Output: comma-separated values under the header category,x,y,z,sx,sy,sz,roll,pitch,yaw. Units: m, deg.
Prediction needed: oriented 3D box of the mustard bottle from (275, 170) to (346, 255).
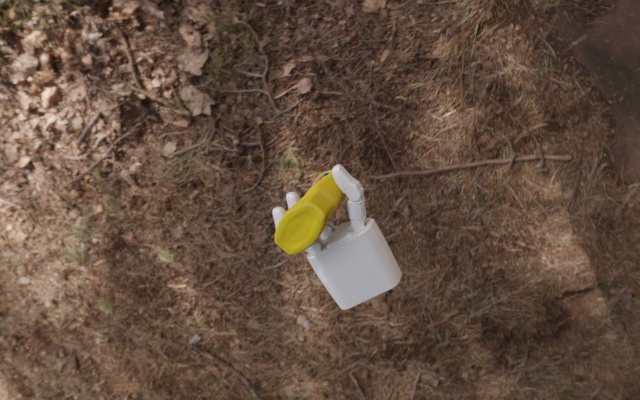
category,x,y,z,sx,sy,sz,roll,pitch,yaw
mustard bottle,0.000,0.002,0.736,0.058,0.096,0.191,38,31,0
